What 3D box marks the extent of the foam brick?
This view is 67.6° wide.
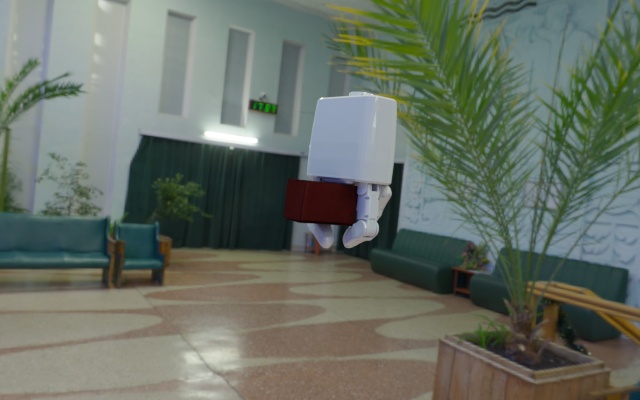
[{"bbox_3d":[0.000,0.002,0.597,0.078,0.051,0.053,5,3,-29],"label":"foam brick"}]
